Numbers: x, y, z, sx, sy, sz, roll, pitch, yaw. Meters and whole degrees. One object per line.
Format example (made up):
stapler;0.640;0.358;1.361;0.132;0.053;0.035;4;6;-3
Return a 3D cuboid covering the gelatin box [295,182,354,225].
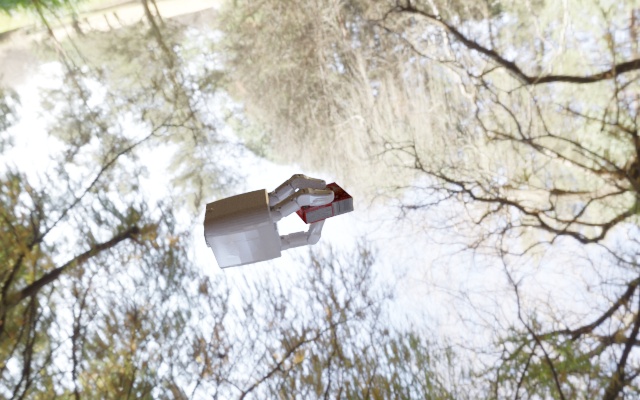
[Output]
gelatin box;0.000;0.003;0.787;0.089;0.030;0.073;-15;27;-17
